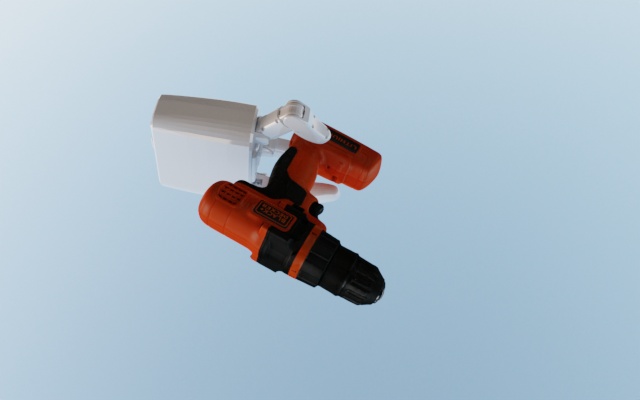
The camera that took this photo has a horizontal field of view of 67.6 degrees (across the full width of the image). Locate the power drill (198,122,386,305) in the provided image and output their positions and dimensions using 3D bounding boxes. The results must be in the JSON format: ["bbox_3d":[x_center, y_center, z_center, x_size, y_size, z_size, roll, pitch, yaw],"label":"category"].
[{"bbox_3d":[0.000,0.001,0.481,0.184,0.057,0.187,30,41,4],"label":"power drill"}]
